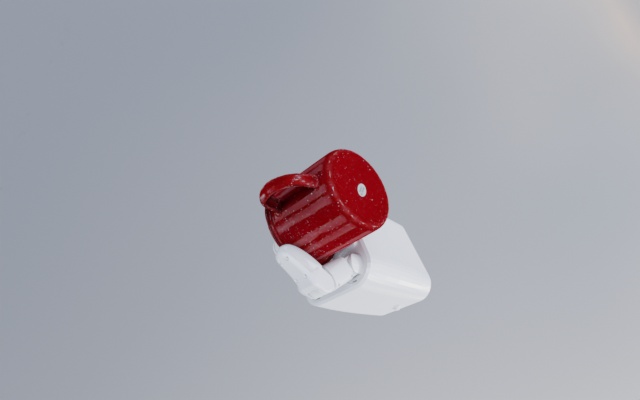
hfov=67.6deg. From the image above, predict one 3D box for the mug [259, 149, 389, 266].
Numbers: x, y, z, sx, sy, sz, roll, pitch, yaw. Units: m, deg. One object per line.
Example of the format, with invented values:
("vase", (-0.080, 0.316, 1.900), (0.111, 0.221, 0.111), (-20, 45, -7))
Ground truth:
("mug", (-0.001, 0.001, 0.437), (0.117, 0.093, 0.081), (21, -40, -37))
